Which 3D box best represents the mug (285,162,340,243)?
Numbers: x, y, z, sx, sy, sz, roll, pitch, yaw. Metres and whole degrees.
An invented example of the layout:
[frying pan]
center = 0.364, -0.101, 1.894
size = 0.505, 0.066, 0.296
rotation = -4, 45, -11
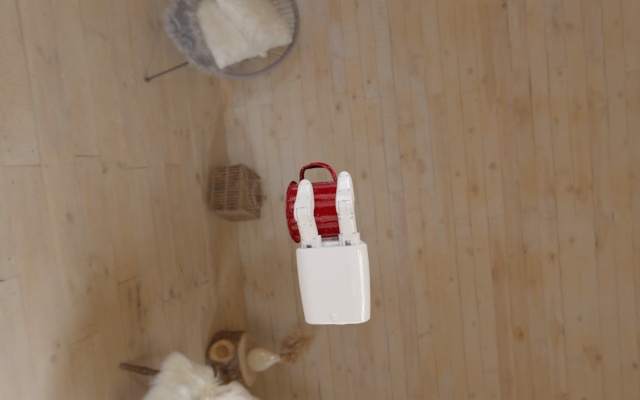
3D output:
[mug]
center = 0.000, 0.001, 0.699
size = 0.081, 0.117, 0.093
rotation = -4, 3, 13
